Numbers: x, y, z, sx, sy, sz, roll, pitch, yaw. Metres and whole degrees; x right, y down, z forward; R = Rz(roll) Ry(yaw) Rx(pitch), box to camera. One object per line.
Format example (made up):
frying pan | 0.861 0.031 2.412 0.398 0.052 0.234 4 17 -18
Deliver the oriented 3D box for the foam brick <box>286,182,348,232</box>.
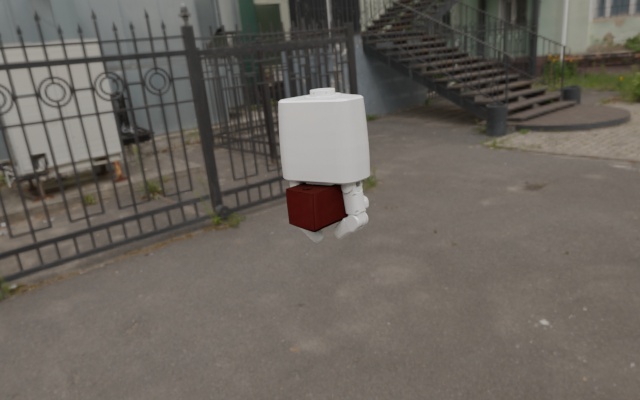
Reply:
foam brick | 0.000 0.002 0.635 0.053 0.051 0.078 13 25 43
